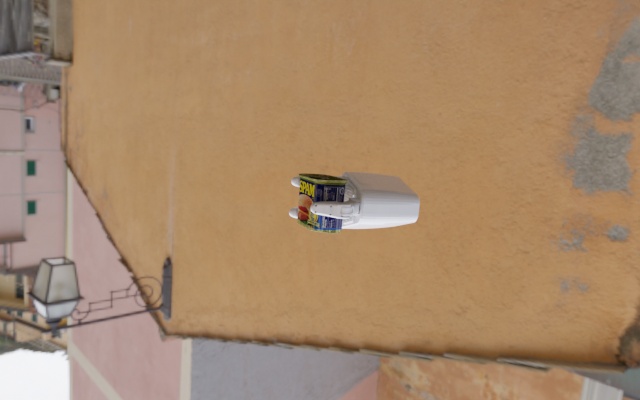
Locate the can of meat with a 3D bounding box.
[{"bbox_3d":[0.000,0.003,0.778,0.057,0.084,0.102,0,9,-23],"label":"can of meat"}]
